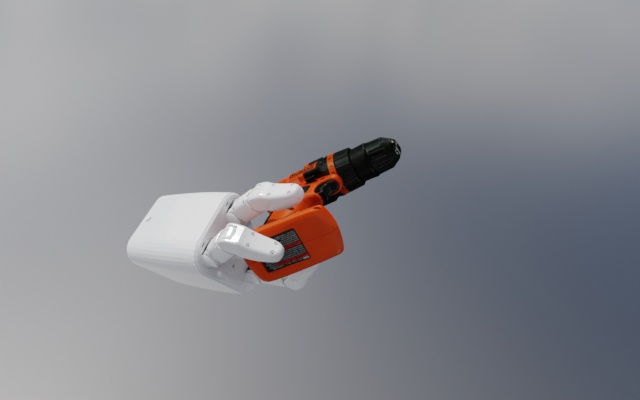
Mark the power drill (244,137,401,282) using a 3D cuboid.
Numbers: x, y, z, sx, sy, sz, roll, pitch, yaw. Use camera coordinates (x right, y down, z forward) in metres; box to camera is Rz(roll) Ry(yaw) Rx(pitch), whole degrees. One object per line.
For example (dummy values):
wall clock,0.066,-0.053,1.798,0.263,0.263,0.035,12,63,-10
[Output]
power drill,0.000,0.002,0.524,0.184,0.057,0.187,-25,16,21
